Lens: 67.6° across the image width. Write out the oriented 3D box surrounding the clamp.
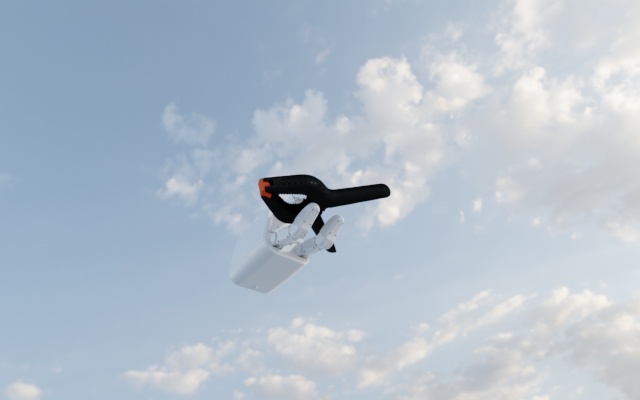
[{"bbox_3d":[-0.001,0.002,0.757,0.210,0.036,0.164,26,-60,-37],"label":"clamp"}]
